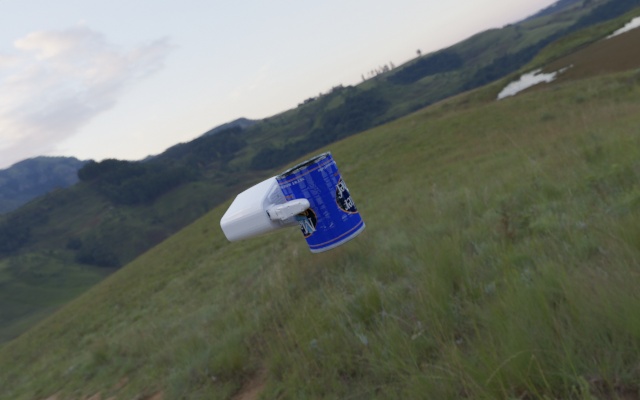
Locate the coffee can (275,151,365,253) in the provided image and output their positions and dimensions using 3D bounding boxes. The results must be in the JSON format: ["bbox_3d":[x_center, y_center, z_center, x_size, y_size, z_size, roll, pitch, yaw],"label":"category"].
[{"bbox_3d":[0.000,0.003,0.802,0.103,0.140,0.103,-25,9,4],"label":"coffee can"}]
